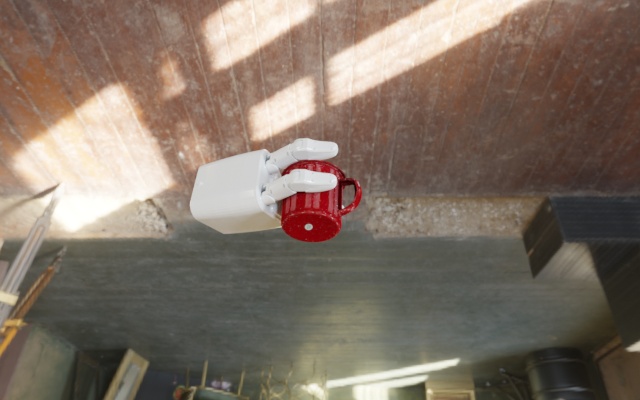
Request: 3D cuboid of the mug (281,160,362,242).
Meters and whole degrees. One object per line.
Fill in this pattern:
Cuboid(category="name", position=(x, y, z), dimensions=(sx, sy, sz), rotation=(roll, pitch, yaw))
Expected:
Cuboid(category="mug", position=(0.001, 0.002, 0.649), dimensions=(0.117, 0.081, 0.093), rotation=(-10, -37, 18))
